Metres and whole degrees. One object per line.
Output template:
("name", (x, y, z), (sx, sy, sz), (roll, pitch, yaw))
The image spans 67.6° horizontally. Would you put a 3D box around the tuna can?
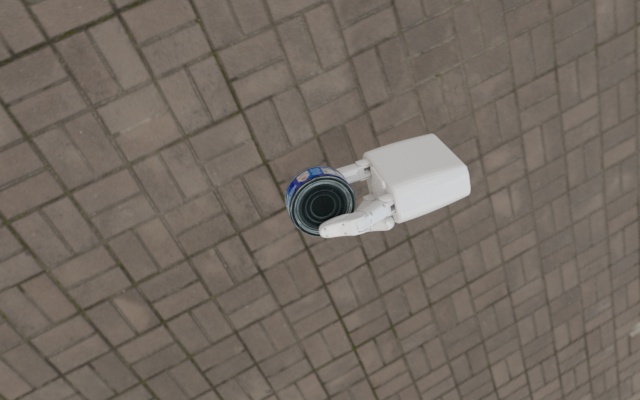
("tuna can", (0.000, 0.002, 0.598), (0.086, 0.086, 0.033), (0, 24, -15))
